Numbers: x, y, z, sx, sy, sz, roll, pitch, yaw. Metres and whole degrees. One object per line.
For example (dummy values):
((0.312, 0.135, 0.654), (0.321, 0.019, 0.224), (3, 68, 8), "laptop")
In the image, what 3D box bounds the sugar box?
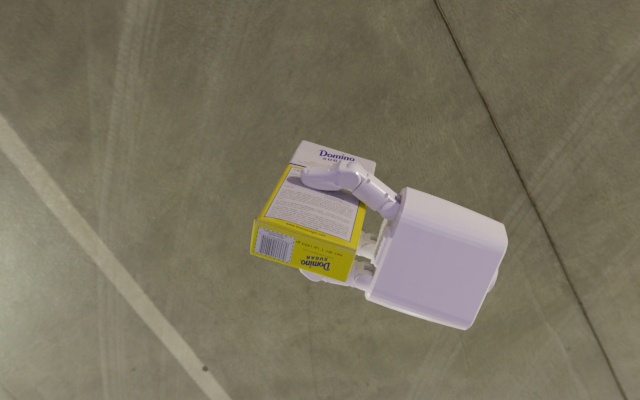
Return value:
((0.000, 0.002, 0.488), (0.093, 0.048, 0.176), (17, 30, 3), "sugar box")
